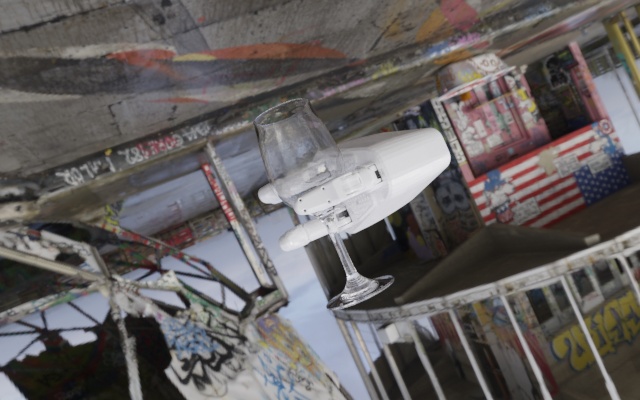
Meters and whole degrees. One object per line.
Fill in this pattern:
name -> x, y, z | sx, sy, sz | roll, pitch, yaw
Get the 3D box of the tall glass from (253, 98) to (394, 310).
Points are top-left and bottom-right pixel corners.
tall glass -> 0.000, 0.002, 0.479 | 0.079, 0.201, 0.079 | -24, -1, 0
